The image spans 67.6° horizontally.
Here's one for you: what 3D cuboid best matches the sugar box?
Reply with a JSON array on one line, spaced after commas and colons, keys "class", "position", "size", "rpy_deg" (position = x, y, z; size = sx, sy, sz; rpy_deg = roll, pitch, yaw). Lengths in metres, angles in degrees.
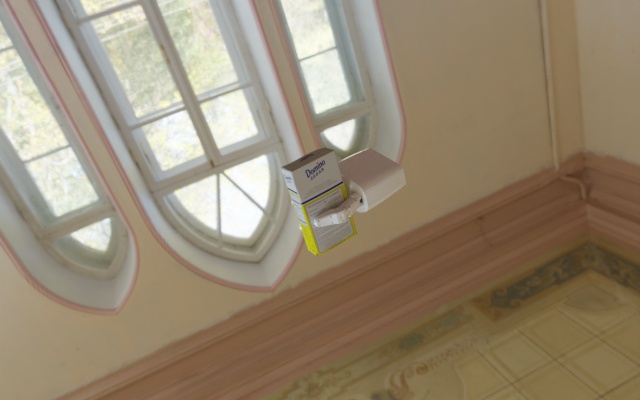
[{"class": "sugar box", "position": [0.000, 0.003, 0.855], "size": [0.093, 0.176, 0.048], "rpy_deg": [-28, 26, -23]}]
